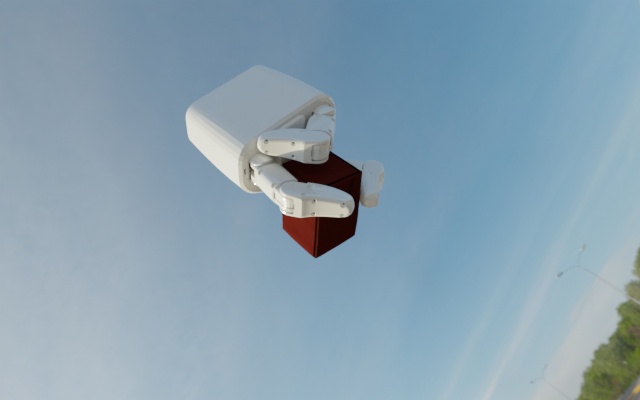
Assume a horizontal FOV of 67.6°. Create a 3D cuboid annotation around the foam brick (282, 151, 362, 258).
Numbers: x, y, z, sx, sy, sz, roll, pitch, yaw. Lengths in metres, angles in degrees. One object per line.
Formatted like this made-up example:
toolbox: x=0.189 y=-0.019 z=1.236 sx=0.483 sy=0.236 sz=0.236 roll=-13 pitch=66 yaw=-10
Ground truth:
foam brick: x=0.000 y=0.002 z=0.441 sx=0.053 sy=0.078 sz=0.051 roll=-25 pitch=45 yaw=-33
